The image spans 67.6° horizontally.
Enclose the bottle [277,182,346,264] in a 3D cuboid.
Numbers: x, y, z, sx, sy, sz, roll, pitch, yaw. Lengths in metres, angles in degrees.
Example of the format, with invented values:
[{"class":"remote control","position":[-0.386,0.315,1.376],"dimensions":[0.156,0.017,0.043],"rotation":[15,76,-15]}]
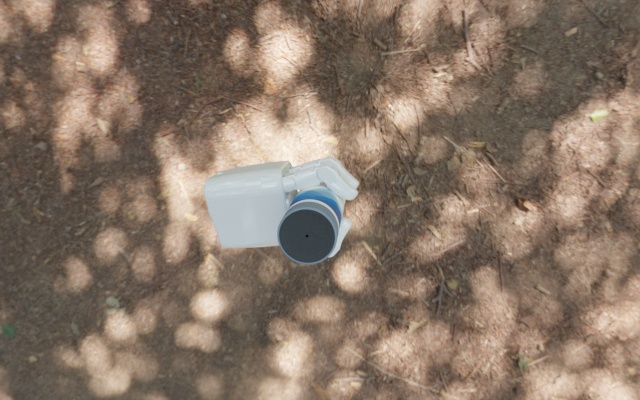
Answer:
[{"class":"bottle","position":[0.000,0.002,0.662],"dimensions":[0.069,0.069,0.295],"rotation":[0,15,6]}]
